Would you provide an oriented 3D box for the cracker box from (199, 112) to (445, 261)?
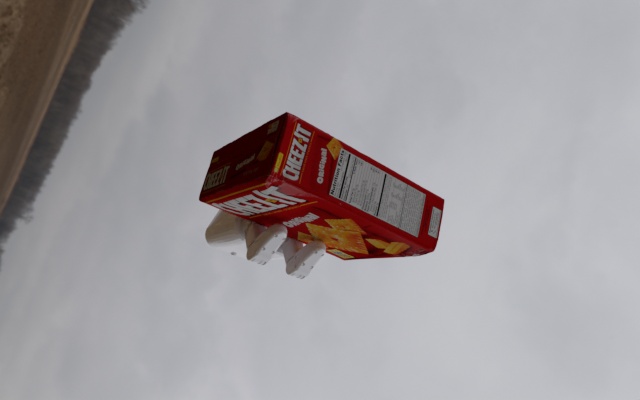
[{"bbox_3d":[0.000,0.002,0.522,0.214,0.072,0.164,25,-22,-30],"label":"cracker box"}]
